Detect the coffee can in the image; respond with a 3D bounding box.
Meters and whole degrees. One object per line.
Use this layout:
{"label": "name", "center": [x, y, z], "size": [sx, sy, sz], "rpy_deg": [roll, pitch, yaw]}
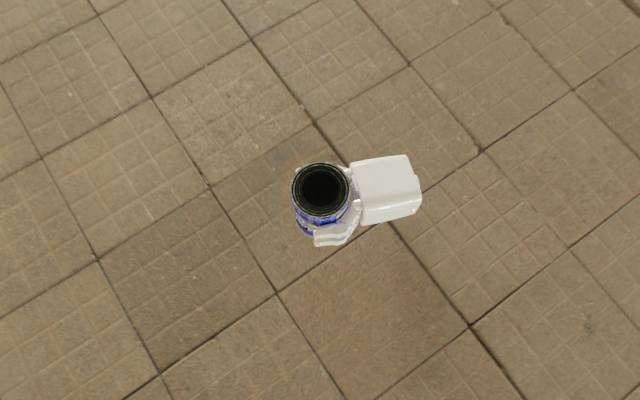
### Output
{"label": "coffee can", "center": [0.000, 0.003, 0.860], "size": [0.103, 0.102, 0.140], "rpy_deg": [0, -18, 0]}
